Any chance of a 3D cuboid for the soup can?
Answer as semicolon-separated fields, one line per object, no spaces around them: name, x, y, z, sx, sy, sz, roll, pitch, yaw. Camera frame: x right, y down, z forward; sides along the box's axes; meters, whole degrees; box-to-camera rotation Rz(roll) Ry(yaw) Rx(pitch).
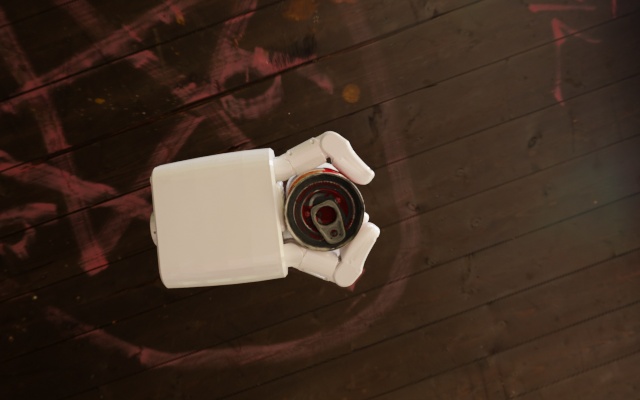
soup can;0.001;0.001;0.447;0.068;0.068;0.102;0;10;-4
